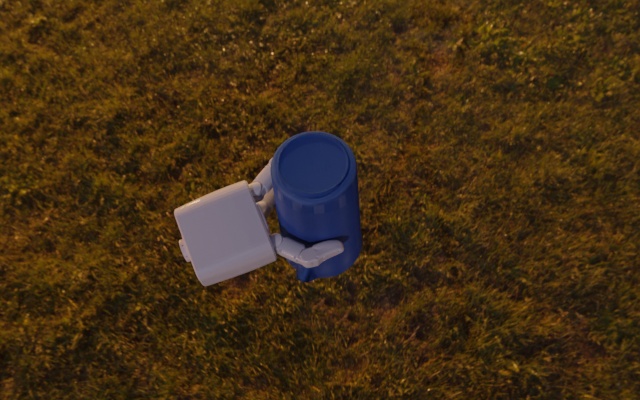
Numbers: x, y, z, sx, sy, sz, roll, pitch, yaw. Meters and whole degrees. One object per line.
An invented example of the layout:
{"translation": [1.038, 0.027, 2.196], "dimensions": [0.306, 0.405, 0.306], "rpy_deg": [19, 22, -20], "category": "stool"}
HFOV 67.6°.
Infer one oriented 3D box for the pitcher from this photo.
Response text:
{"translation": [0.000, 0.002, 0.693], "dimensions": [0.145, 0.149, 0.243], "rpy_deg": [-20, -27, -8], "category": "pitcher"}
